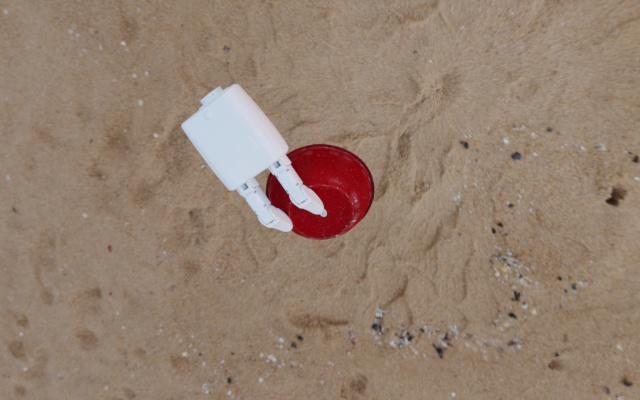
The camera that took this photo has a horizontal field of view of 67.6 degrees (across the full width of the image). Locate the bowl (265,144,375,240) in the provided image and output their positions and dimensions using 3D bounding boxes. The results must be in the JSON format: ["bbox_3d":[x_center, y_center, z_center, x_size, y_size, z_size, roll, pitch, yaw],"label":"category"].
[{"bbox_3d":[0.001,0.003,0.688,0.162,0.162,0.055,0,33,-2],"label":"bowl"}]
